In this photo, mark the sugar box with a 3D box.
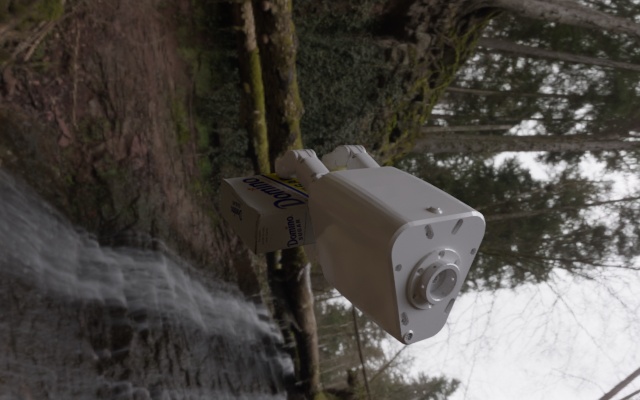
[{"bbox_3d":[0.000,0.001,0.472,0.176,0.048,0.093,-6,24,-30],"label":"sugar box"}]
